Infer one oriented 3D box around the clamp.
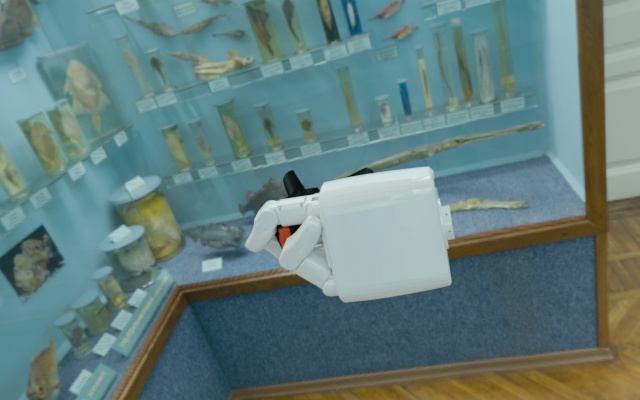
[{"bbox_3d":[0.000,0.001,0.547,0.120,0.039,0.171,-10,27,15],"label":"clamp"}]
